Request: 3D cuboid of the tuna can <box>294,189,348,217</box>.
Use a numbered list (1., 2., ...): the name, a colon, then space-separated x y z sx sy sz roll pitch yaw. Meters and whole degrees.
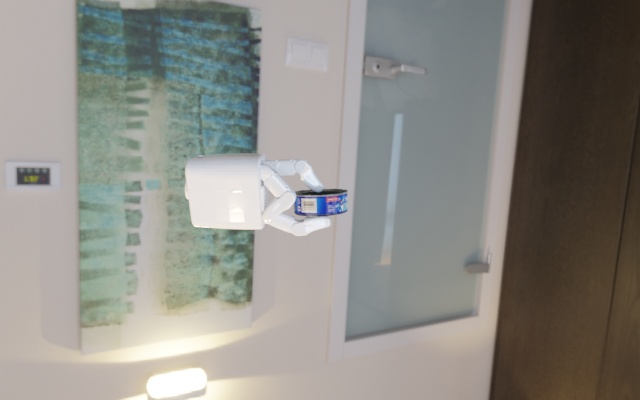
1. tuna can: 0.000 0.003 0.746 0.086 0.034 0.086 -2 7 0
